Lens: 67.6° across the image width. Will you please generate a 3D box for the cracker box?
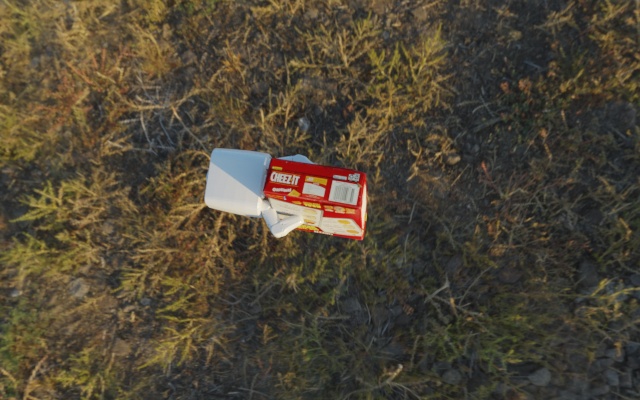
[{"bbox_3d":[0.000,0.003,0.867,0.164,0.072,0.214,9,-17,9],"label":"cracker box"}]
